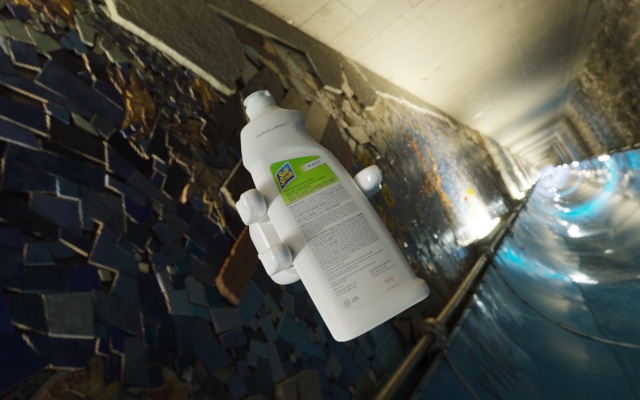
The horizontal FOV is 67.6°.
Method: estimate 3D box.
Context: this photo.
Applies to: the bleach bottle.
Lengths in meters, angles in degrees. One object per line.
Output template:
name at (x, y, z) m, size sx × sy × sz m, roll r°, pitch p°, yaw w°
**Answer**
bleach bottle at (0.000, 0.002, 0.467) m, size 0.102 × 0.251 × 0.068 m, roll -25°, pitch -10°, yaw -17°
